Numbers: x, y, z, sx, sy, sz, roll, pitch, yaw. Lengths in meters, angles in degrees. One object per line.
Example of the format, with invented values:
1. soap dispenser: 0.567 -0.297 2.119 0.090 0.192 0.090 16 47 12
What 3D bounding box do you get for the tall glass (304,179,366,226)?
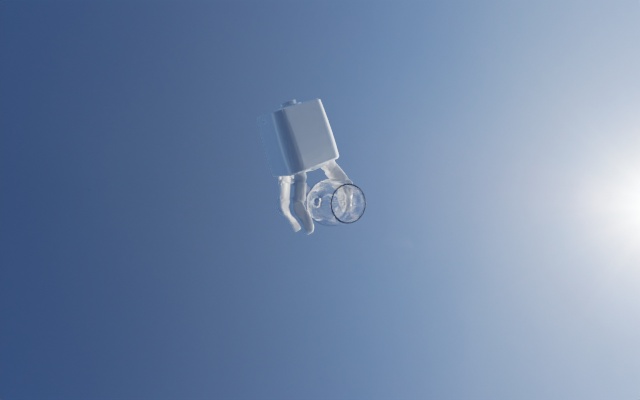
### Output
1. tall glass: 0.000 0.003 0.820 0.079 0.079 0.201 0 1 -26
